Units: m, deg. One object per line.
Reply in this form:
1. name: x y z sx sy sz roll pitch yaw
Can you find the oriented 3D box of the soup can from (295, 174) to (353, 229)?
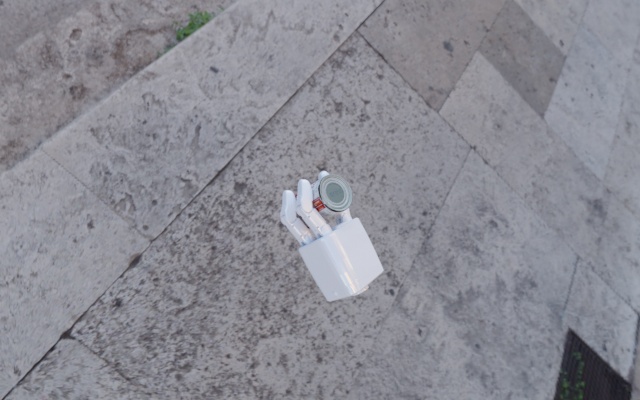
1. soup can: 0.000 0.002 0.821 0.068 0.068 0.102 0 -18 -33
